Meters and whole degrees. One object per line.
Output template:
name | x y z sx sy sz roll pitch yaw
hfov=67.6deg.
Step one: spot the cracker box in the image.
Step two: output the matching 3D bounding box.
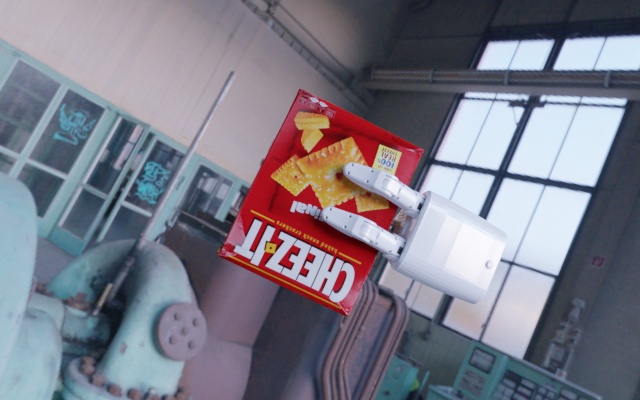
cracker box | 0.000 0.002 0.560 0.164 0.213 0.072 26 -8 -6
